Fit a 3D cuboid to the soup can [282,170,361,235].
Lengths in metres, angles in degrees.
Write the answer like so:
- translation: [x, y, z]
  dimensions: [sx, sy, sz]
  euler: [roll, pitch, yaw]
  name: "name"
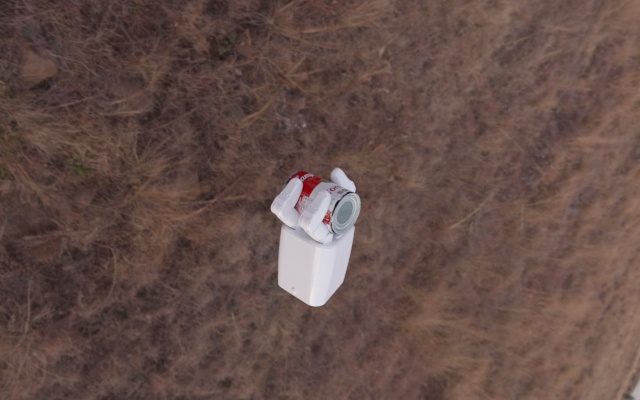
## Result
- translation: [0.000, 0.002, 0.714]
  dimensions: [0.102, 0.068, 0.068]
  euler: [25, 15, 35]
  name: "soup can"
